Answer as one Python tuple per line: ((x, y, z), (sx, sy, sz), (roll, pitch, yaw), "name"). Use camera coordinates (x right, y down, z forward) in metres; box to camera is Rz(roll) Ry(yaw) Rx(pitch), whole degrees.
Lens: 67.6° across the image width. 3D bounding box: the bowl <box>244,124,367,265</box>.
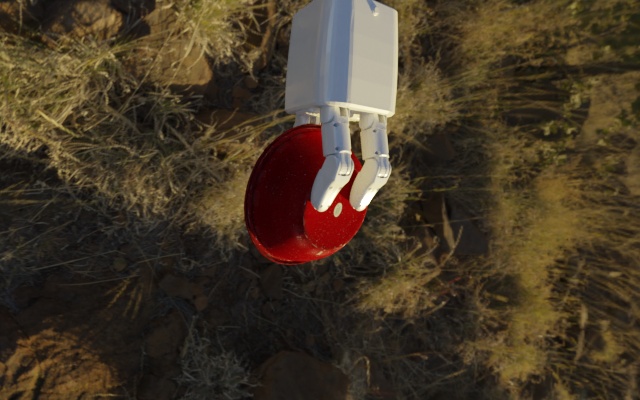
((0.000, 0.003, 0.515), (0.162, 0.162, 0.055), (0, 15, -42), "bowl")
